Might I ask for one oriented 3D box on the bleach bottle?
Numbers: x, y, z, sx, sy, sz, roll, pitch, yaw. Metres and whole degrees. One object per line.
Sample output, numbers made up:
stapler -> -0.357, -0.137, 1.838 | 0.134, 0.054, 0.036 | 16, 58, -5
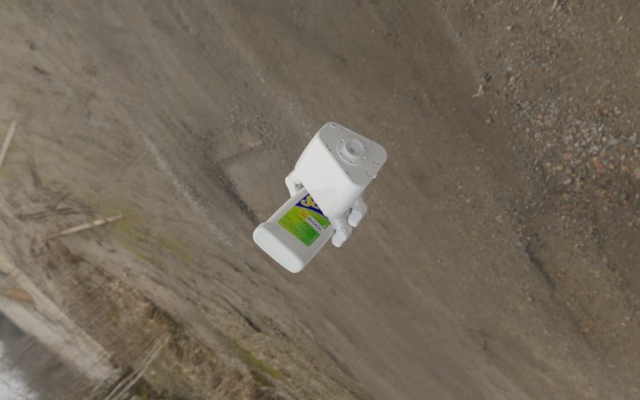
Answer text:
bleach bottle -> 0.000, 0.003, 0.828 | 0.250, 0.102, 0.068 | -50, 0, -33
